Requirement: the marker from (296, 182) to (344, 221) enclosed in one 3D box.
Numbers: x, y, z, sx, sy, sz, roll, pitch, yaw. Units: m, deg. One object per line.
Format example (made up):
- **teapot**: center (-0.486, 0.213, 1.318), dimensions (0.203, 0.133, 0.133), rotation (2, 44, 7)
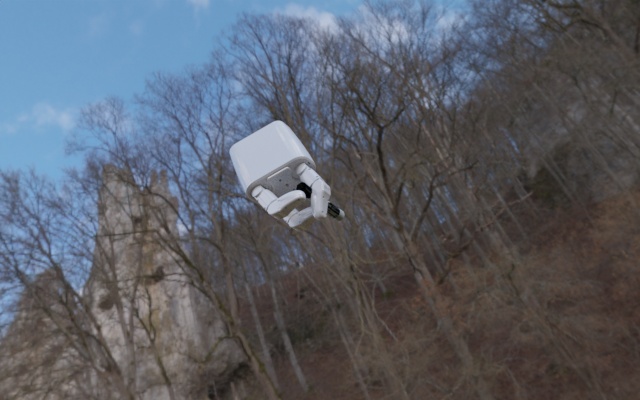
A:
- **marker**: center (0.000, 0.002, 0.739), dimensions (0.020, 0.020, 0.121), rotation (0, -22, 34)
